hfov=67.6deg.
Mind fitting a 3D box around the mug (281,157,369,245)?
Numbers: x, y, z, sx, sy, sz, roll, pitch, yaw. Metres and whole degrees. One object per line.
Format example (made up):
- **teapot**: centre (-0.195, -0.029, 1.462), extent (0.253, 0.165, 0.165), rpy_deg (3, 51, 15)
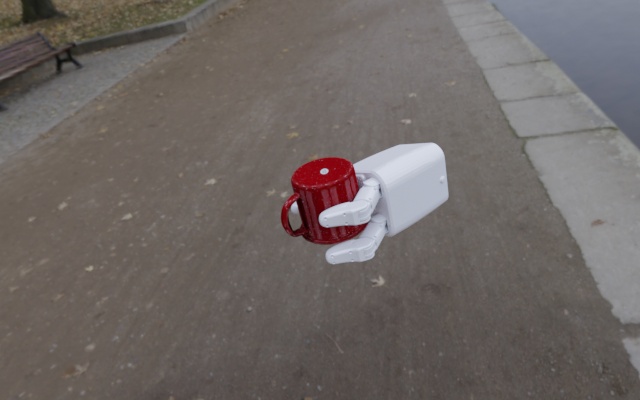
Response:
- **mug**: centre (-0.001, 0.002, 0.607), extent (0.117, 0.081, 0.093), rpy_deg (-27, 32, -22)
